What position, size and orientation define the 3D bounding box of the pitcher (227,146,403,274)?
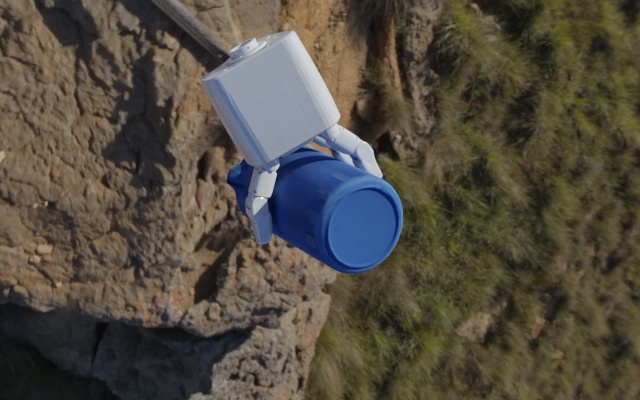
[{"bbox_3d":[0.000,0.002,0.599,0.149,0.145,0.242,-35,27,-16],"label":"pitcher"}]
